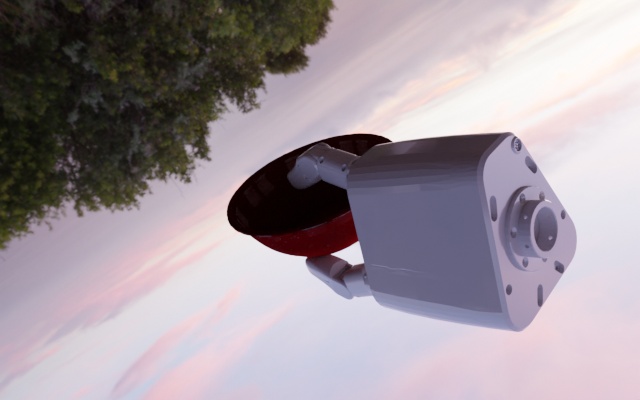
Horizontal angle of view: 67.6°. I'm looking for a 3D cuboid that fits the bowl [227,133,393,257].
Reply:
[{"bbox_3d":[0.000,0.001,0.433,0.162,0.055,0.162,-17,29,10],"label":"bowl"}]
